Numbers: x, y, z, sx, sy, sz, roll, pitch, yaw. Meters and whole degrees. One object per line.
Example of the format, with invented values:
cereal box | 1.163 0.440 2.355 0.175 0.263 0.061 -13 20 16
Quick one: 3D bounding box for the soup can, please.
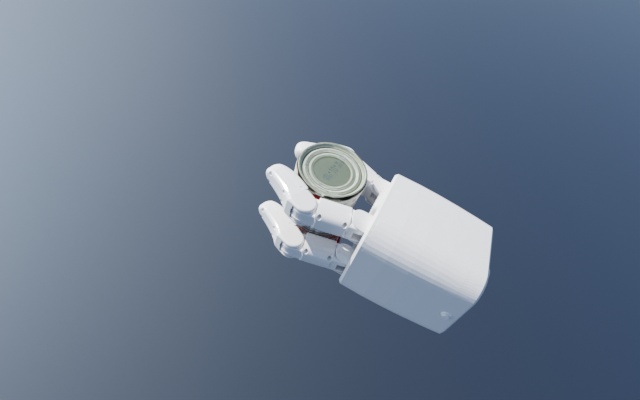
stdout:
soup can | 0.000 0.001 0.466 0.068 0.068 0.102 0 -36 -16
